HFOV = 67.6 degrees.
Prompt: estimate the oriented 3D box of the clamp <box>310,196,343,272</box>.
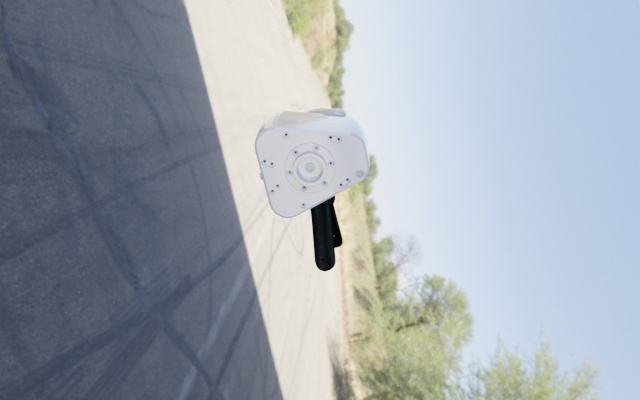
[{"bbox_3d":[0.001,0.002,0.599,0.039,0.171,0.120,-12,16,4],"label":"clamp"}]
